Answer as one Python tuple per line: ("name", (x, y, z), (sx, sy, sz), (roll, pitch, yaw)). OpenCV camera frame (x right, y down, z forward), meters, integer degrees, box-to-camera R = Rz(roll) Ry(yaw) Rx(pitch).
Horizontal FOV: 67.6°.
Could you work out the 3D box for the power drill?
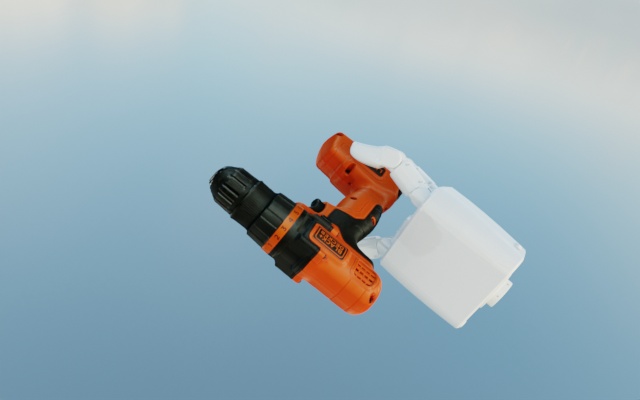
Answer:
("power drill", (0.000, 0.002, 0.487), (0.057, 0.184, 0.187), (-46, 5, 39))
